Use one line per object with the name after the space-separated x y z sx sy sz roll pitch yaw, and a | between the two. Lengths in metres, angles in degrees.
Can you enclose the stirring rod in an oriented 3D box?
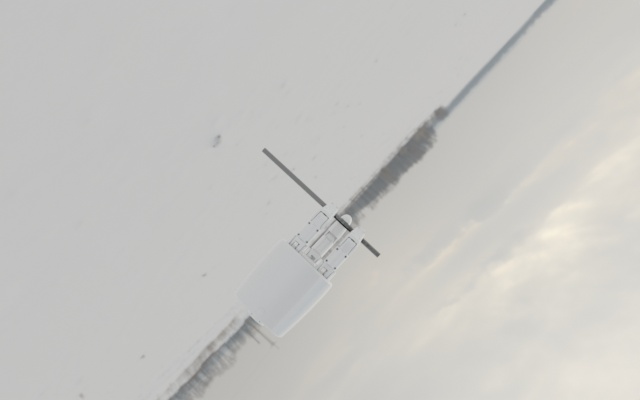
0.000 0.002 0.731 0.239 0.011 0.011 43 4 4 | stirring rod
